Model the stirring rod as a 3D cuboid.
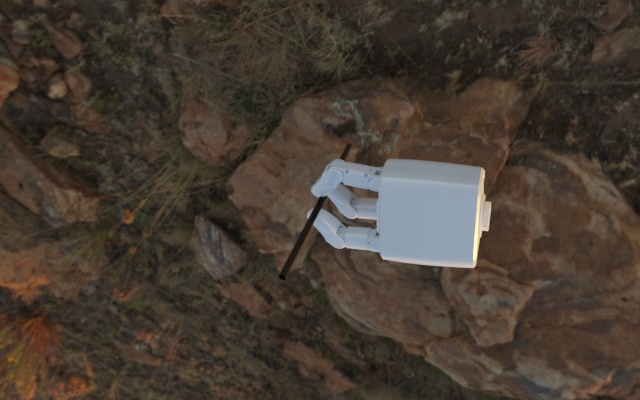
[{"bbox_3d":[0.000,0.002,0.573,0.011,0.011,0.239,0,40,25],"label":"stirring rod"}]
